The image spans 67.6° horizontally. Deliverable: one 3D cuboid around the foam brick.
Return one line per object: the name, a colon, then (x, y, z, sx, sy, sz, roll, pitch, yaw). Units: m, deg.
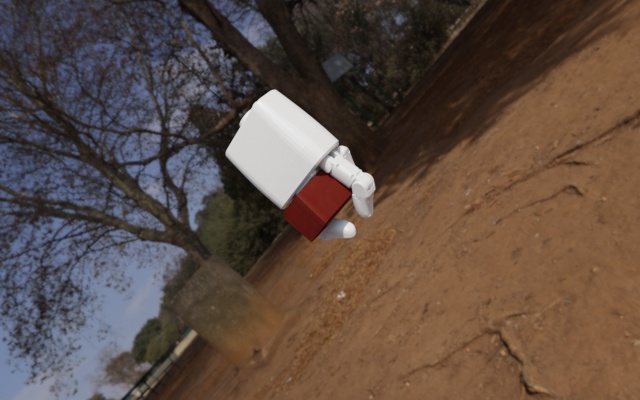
foam brick: (0.000, 0.002, 0.589, 0.078, 0.051, 0.053, -47, -2, -38)
